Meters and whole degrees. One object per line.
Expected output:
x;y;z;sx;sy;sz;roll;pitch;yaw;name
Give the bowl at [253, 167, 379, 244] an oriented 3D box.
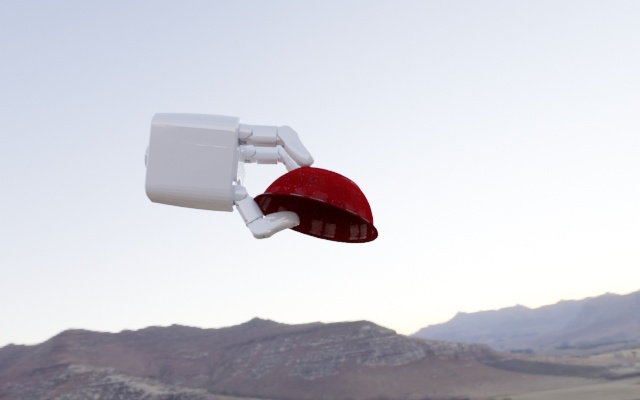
0.001;0.002;0.601;0.162;0.055;0.162;15;-19;5;bowl
